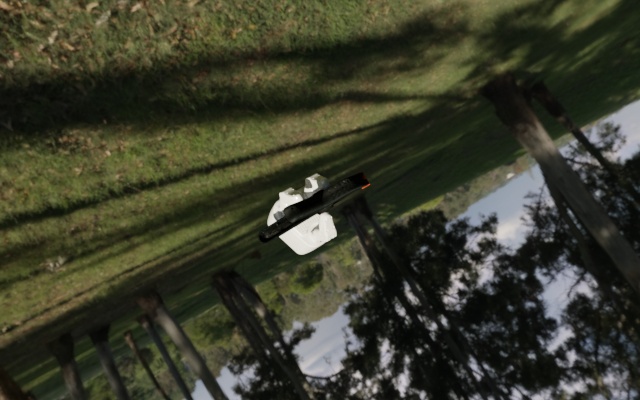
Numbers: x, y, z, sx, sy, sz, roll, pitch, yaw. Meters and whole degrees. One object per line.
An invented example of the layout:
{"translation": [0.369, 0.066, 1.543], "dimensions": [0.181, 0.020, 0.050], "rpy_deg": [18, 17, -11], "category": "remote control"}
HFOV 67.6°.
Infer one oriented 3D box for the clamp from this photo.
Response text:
{"translation": [0.001, 0.003, 0.788], "dimensions": [0.210, 0.036, 0.164], "rpy_deg": [-29, -4, -21], "category": "clamp"}
